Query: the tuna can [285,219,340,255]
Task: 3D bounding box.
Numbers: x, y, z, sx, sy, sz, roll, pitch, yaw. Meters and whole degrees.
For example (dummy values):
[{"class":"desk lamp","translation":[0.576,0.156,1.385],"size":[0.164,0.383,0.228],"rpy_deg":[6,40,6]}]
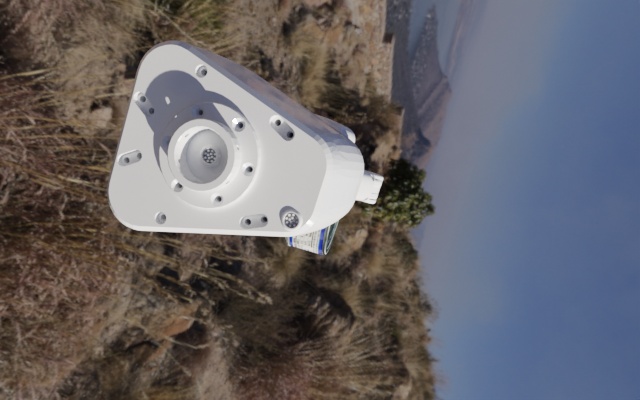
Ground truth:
[{"class":"tuna can","translation":[0.001,0.001,0.401],"size":[0.034,0.086,0.086],"rpy_deg":[16,2,7]}]
